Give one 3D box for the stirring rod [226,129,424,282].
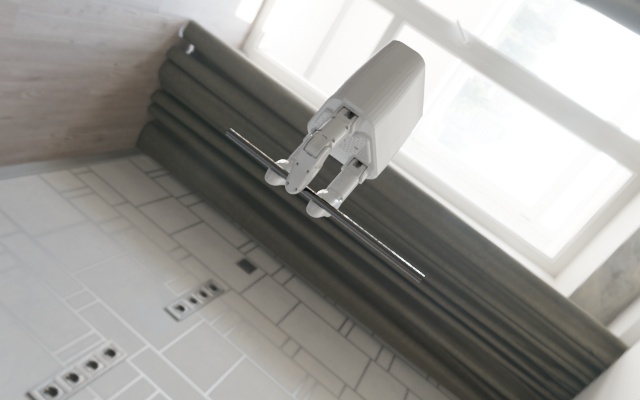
[{"bbox_3d":[0.000,0.001,0.466,0.239,0.011,0.011,37,8,11],"label":"stirring rod"}]
